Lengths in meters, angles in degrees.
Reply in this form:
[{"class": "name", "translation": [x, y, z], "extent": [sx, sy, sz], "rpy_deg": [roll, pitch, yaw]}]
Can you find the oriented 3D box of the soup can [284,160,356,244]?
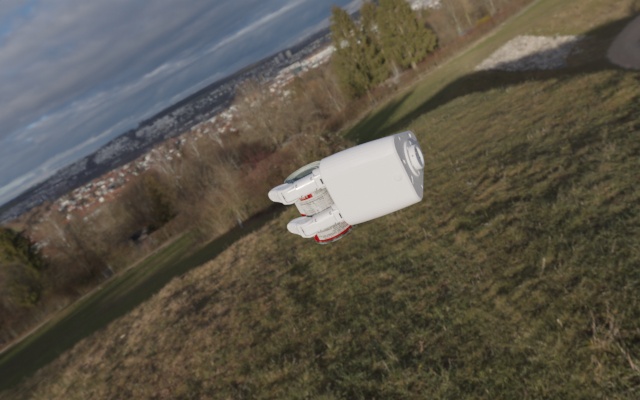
[{"class": "soup can", "translation": [0.000, 0.002, 0.689], "extent": [0.068, 0.102, 0.068], "rpy_deg": [-26, 18, 9]}]
